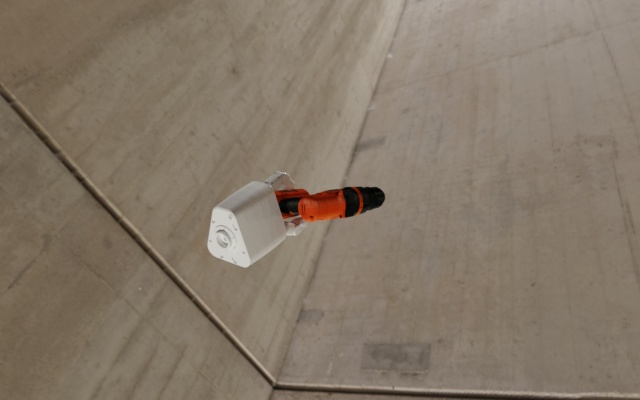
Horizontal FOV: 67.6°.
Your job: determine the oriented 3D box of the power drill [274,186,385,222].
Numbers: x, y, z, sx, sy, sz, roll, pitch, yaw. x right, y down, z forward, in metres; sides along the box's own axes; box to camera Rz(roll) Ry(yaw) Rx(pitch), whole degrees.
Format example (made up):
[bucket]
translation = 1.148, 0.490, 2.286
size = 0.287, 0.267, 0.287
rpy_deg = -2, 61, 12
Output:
[power drill]
translation = 0.000, 0.003, 0.878
size = 0.184, 0.057, 0.187
rpy_deg = -7, 2, -39
